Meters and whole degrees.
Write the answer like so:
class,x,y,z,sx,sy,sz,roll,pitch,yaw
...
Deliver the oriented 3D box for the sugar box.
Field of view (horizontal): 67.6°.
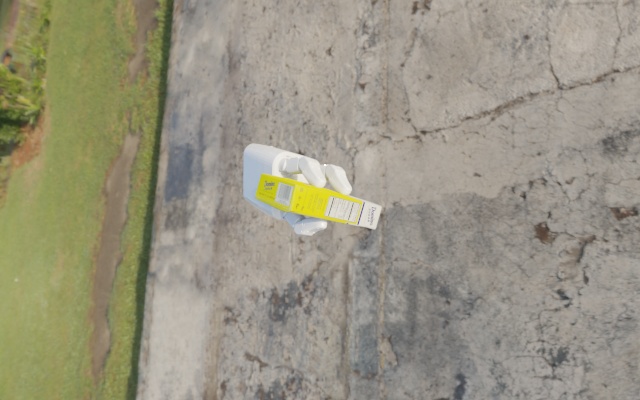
class,x,y,z,sx,sy,sz,roll,pitch,yaw
sugar box,0.000,0.002,0.725,0.176,0.048,0.093,10,7,-41
